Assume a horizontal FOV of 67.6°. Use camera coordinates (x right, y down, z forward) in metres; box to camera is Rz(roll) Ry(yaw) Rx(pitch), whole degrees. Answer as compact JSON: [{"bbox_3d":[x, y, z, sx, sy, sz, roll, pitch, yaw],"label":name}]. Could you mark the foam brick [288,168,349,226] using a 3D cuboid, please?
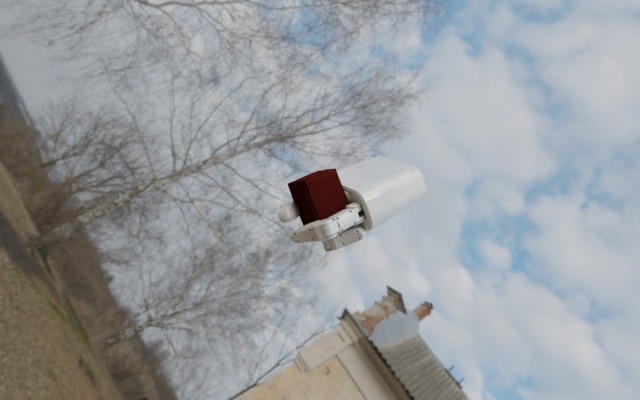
[{"bbox_3d":[0.000,0.002,0.630,0.051,0.078,0.053,-25,11,-25],"label":"foam brick"}]
